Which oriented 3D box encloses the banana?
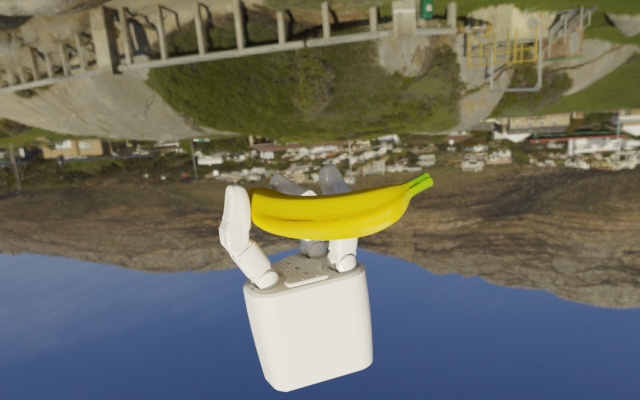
[{"bbox_3d":[-0.007,0.008,0.406,0.198,0.037,0.069,-1,19,36],"label":"banana"}]
